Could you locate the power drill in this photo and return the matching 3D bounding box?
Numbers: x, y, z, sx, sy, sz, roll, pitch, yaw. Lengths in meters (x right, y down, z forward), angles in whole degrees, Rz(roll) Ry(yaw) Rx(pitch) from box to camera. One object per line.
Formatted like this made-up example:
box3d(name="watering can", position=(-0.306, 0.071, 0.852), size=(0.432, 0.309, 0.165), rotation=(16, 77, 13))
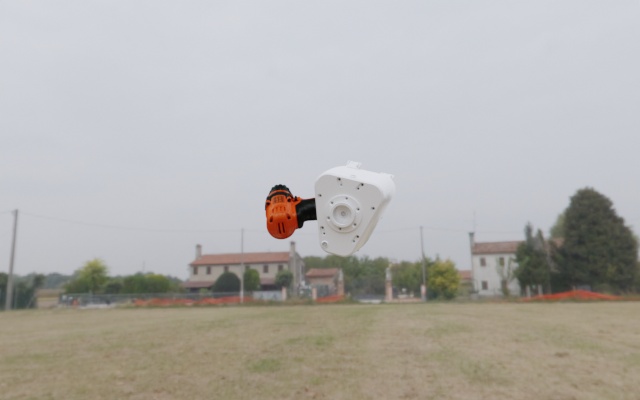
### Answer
box3d(name="power drill", position=(0.001, 0.003, 0.795), size=(0.187, 0.057, 0.184), rotation=(-11, 21, -1))
